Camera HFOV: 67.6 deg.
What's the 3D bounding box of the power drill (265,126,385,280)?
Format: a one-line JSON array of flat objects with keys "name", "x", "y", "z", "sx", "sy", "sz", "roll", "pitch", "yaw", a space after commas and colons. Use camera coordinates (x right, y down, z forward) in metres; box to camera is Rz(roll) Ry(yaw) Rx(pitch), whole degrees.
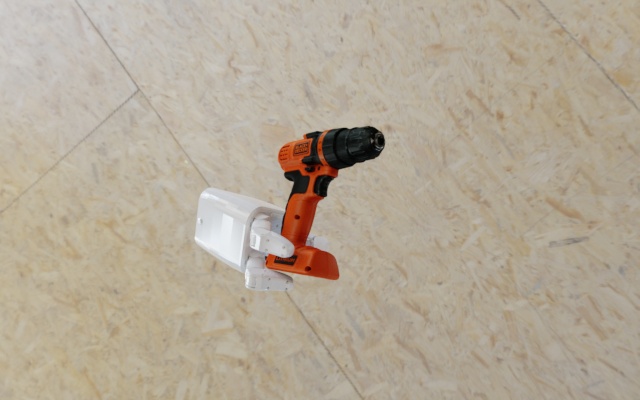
[{"name": "power drill", "x": 0.000, "y": 0.002, "z": 0.600, "sx": 0.057, "sy": 0.187, "sz": 0.184, "roll": 19, "pitch": -14, "yaw": -35}]
